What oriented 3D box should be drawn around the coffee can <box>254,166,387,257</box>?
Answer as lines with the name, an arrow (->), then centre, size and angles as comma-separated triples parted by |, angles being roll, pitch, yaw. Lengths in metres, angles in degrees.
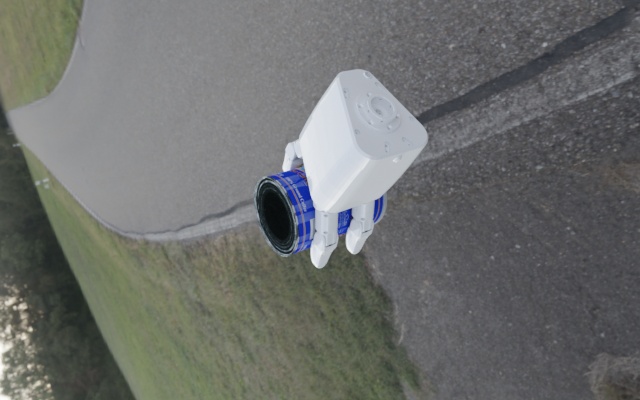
coffee can -> 0.000, 0.002, 0.616 | 0.140, 0.103, 0.103 | -18, 9, -31
